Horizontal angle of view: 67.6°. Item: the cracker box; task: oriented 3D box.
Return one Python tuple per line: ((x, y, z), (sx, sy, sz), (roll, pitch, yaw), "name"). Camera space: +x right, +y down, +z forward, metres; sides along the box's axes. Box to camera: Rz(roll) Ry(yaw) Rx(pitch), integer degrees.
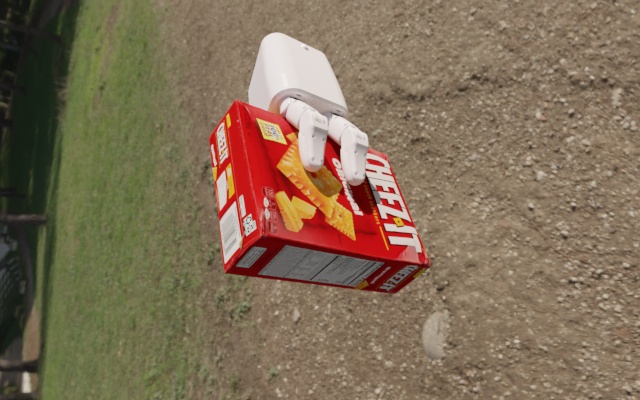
((0.000, 0.002, 0.500), (0.214, 0.164, 0.072), (14, -44, -35), "cracker box")
